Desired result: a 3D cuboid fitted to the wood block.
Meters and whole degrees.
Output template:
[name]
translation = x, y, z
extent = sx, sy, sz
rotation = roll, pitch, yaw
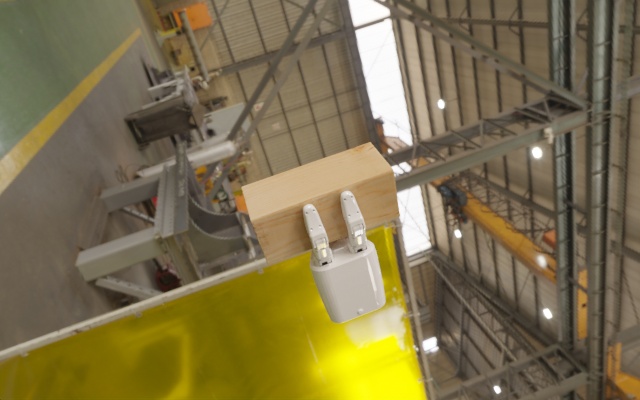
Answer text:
[wood block]
translation = 0.000, 0.002, 0.703
extent = 0.206, 0.090, 0.090
rotation = -20, 36, -6
